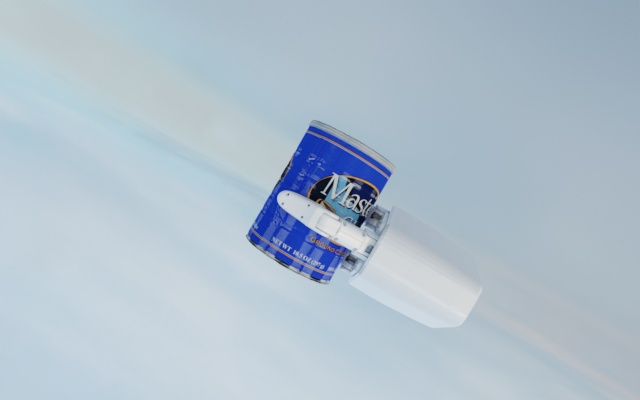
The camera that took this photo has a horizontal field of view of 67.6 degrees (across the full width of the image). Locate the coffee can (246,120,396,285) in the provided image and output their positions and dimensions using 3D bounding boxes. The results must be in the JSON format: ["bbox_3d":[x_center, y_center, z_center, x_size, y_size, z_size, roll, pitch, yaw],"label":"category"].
[{"bbox_3d":[0.000,0.001,0.504,0.103,0.140,0.103,30,1,-1],"label":"coffee can"}]
